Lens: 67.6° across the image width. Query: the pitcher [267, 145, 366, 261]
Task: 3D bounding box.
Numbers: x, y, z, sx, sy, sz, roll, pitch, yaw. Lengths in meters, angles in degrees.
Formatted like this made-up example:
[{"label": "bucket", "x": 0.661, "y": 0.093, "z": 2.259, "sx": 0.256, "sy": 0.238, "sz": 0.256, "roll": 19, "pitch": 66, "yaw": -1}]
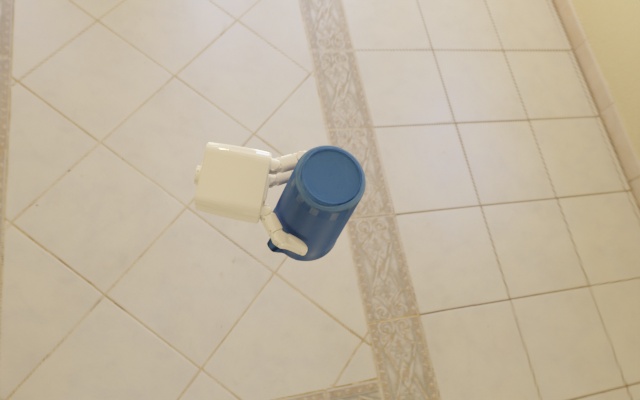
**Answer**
[{"label": "pitcher", "x": 0.000, "y": 0.003, "z": 0.799, "sx": 0.145, "sy": 0.149, "sz": 0.243, "roll": 13, "pitch": -23, "yaw": -7}]
